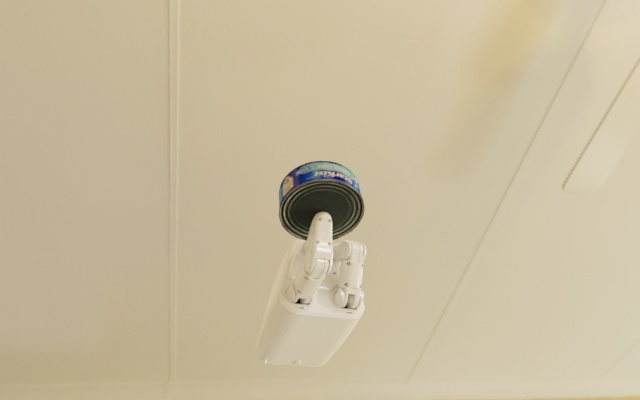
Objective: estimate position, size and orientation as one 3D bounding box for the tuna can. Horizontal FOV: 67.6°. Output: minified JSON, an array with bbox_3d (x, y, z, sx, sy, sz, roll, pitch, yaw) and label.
[{"bbox_3d":[0.000,0.001,0.486,0.086,0.086,0.033,0,43,-7],"label":"tuna can"}]
